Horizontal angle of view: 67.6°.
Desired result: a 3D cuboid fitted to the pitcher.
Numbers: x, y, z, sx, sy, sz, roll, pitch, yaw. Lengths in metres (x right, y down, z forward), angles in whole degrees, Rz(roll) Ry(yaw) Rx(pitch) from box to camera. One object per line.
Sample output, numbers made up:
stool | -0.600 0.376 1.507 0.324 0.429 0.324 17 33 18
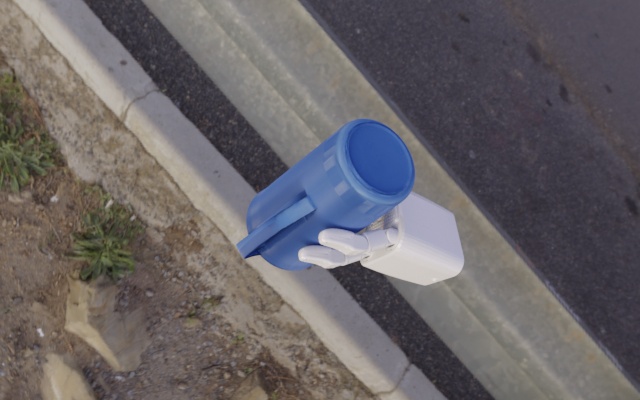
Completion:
pitcher | 0.000 0.002 0.615 0.145 0.149 0.243 23 -32 -21
